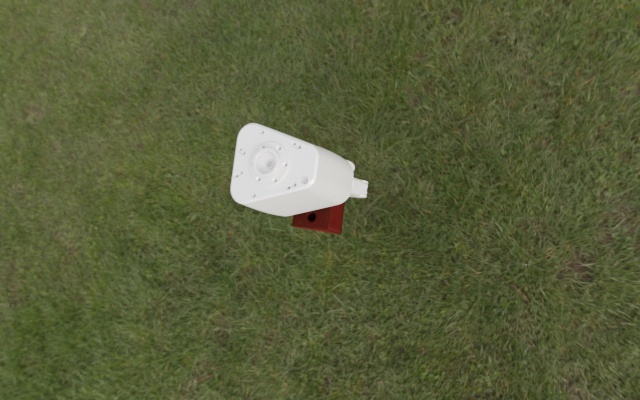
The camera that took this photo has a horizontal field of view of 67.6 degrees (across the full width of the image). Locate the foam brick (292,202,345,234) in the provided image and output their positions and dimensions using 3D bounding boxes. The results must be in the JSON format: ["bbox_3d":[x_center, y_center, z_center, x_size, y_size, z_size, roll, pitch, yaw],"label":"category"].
[{"bbox_3d":[0.000,0.002,0.632,0.053,0.078,0.051,5,-5,23],"label":"foam brick"}]
